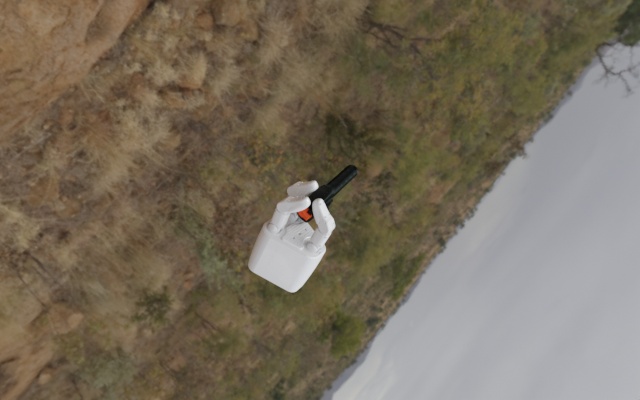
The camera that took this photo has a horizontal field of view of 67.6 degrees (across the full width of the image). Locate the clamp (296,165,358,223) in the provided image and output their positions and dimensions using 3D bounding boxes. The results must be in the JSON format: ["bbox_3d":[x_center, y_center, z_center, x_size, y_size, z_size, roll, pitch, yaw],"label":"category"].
[{"bbox_3d":[0.001,0.003,0.878,0.039,0.120,0.171,39,38,13],"label":"clamp"}]
